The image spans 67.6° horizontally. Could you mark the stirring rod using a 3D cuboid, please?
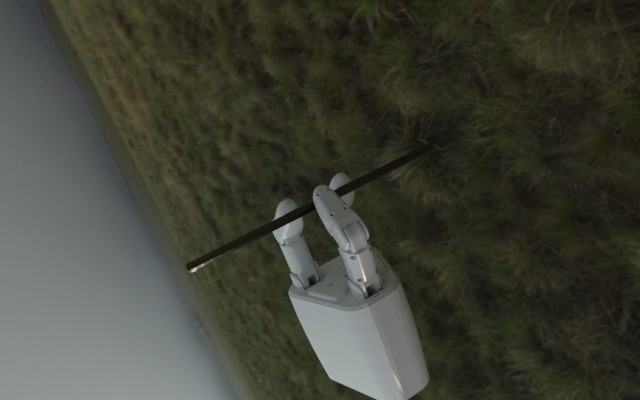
[{"bbox_3d":[0.000,0.001,0.403,0.239,0.011,0.011,-27,9,-18],"label":"stirring rod"}]
